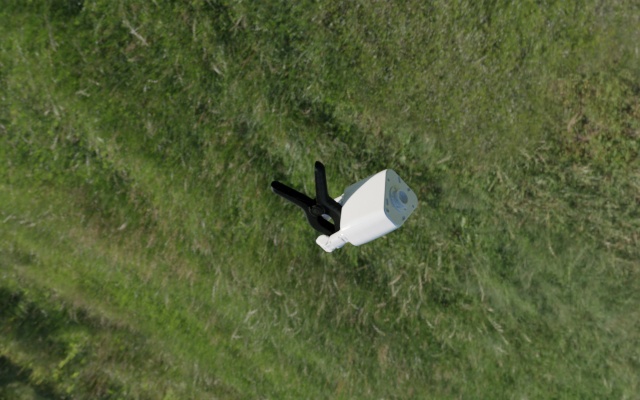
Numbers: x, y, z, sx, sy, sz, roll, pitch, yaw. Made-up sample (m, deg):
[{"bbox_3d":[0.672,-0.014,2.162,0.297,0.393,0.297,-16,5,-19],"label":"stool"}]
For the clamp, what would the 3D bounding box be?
[{"bbox_3d":[0.000,0.003,0.892,0.171,0.039,0.120,44,-46,-19],"label":"clamp"}]
